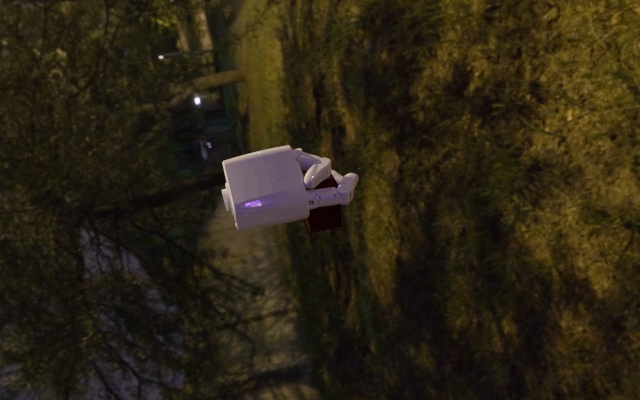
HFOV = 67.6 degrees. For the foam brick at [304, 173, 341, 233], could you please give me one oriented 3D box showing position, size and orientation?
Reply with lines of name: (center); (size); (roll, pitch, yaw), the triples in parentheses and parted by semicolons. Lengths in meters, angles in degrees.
foam brick: (0.000, 0.003, 0.748); (0.051, 0.078, 0.053); (-13, 40, -11)
